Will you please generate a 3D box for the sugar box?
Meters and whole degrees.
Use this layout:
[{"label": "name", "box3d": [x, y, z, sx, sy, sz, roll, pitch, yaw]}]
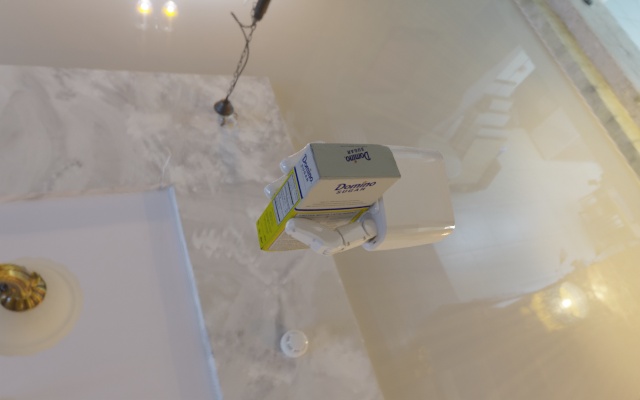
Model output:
[{"label": "sugar box", "box3d": [0.000, 0.001, 0.519, 0.093, 0.048, 0.176, -2, -28, -28]}]
